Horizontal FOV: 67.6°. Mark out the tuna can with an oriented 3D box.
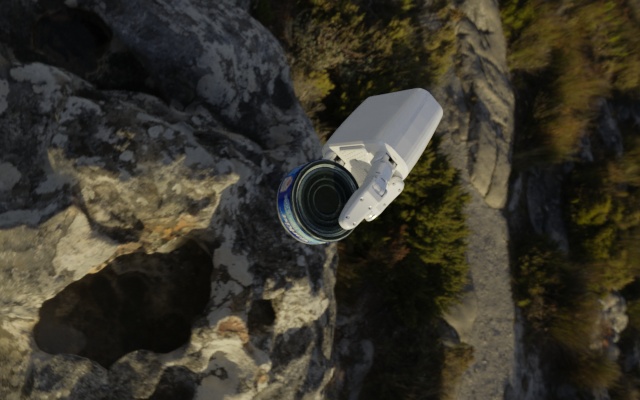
[{"bbox_3d":[0.000,0.002,0.490,0.086,0.086,0.034,0,-7,-31],"label":"tuna can"}]
